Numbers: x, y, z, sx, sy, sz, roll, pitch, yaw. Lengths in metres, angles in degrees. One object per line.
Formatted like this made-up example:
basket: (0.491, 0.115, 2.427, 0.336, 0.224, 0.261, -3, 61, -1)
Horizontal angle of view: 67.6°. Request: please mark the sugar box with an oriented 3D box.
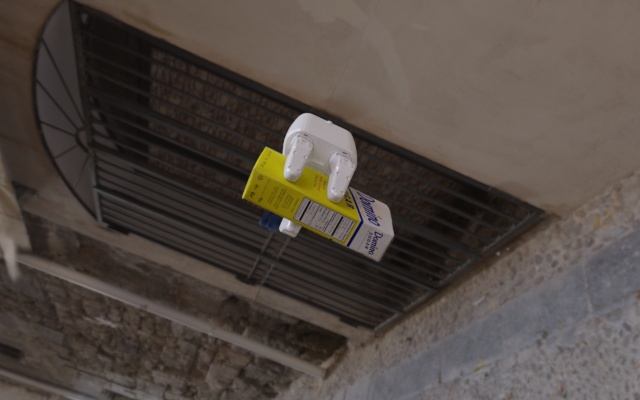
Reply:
sugar box: (0.000, 0.001, 0.573, 0.176, 0.048, 0.093, 23, 22, -7)
